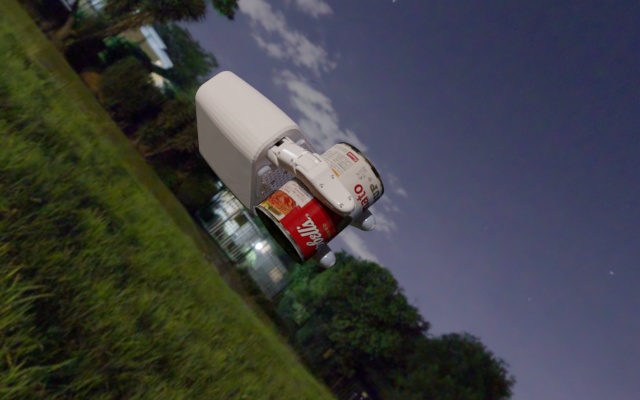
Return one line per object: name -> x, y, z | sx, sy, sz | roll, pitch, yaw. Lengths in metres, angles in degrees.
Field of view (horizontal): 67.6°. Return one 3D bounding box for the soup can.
soup can -> 0.001, 0.002, 0.442 | 0.102, 0.068, 0.068 | -39, 12, -15
